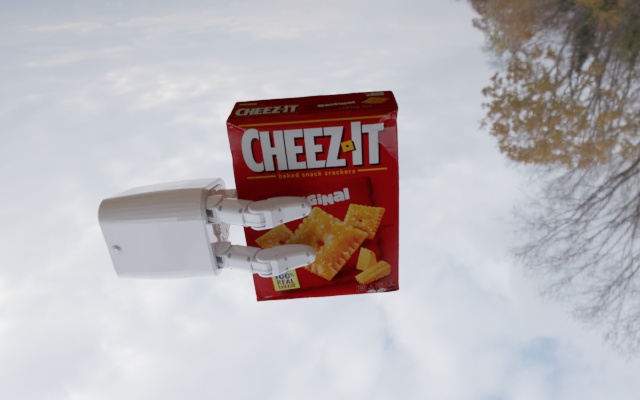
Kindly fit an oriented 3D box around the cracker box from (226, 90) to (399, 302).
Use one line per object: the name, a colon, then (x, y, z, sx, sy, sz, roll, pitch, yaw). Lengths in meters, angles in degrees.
cracker box: (0.000, 0.002, 0.508, 0.164, 0.214, 0.072, -4, 27, 2)
